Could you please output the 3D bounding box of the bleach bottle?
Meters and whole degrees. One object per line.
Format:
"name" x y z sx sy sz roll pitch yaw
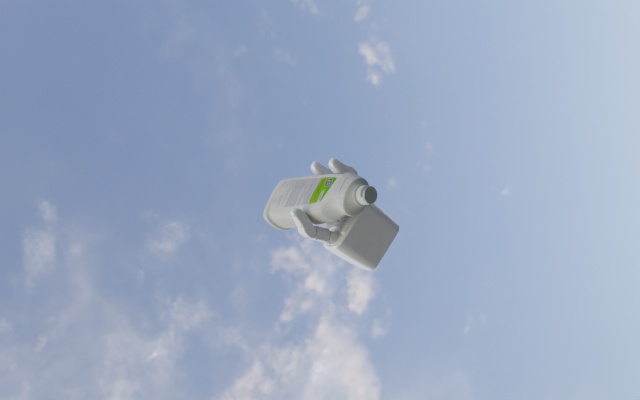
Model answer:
"bleach bottle" 0.000 0.003 0.844 0.068 0.102 0.251 35 -22 -31
